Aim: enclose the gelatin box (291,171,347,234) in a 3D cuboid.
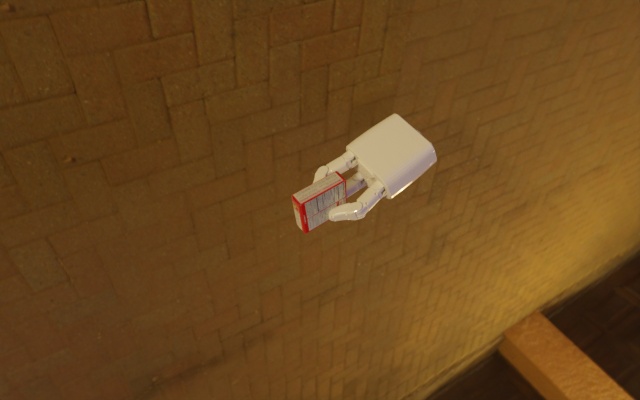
[{"bbox_3d":[0.000,0.003,0.769,0.089,0.073,0.030,-30,53,-19],"label":"gelatin box"}]
